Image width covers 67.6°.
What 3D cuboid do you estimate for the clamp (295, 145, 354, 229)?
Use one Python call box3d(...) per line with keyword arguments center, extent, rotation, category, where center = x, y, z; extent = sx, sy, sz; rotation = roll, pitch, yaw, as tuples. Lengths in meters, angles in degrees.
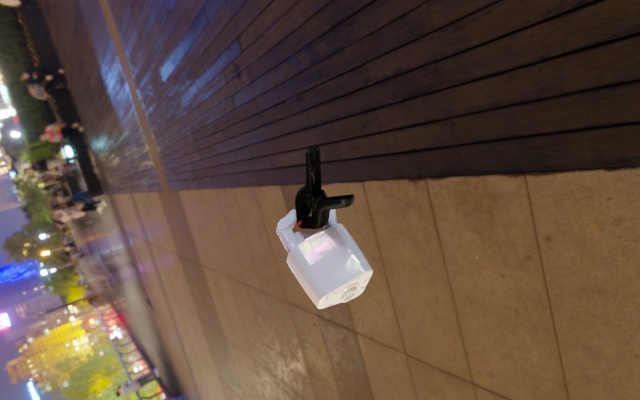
box3d(center=(0.000, 0.003, 0.813), extent=(0.039, 0.120, 0.172), rotation=(-18, -34, -27), category="clamp")
